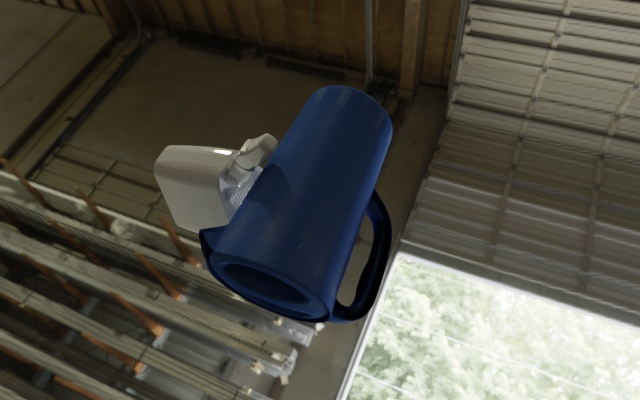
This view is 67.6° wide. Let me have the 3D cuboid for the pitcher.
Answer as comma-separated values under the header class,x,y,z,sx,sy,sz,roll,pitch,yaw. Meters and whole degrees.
class,x,y,z,sx,sy,sz,roll,pitch,yaw
pitcher,0.000,0.002,0.512,0.145,0.242,0.149,8,-33,30
